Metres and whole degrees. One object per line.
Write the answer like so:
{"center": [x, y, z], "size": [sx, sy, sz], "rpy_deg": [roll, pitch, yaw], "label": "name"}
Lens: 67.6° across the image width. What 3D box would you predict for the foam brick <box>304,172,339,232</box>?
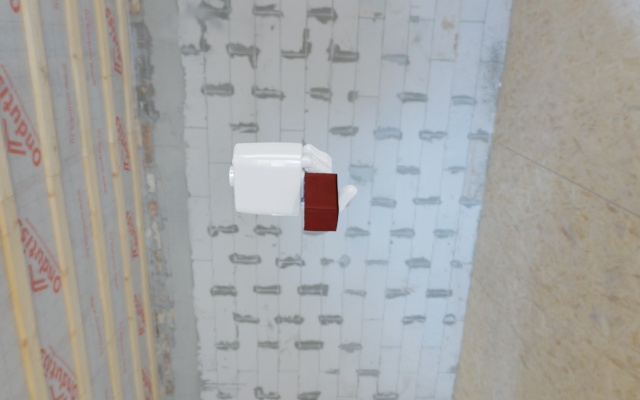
{"center": [0.000, 0.003, 0.727], "size": [0.051, 0.078, 0.053], "rpy_deg": [1, -43, -2], "label": "foam brick"}
